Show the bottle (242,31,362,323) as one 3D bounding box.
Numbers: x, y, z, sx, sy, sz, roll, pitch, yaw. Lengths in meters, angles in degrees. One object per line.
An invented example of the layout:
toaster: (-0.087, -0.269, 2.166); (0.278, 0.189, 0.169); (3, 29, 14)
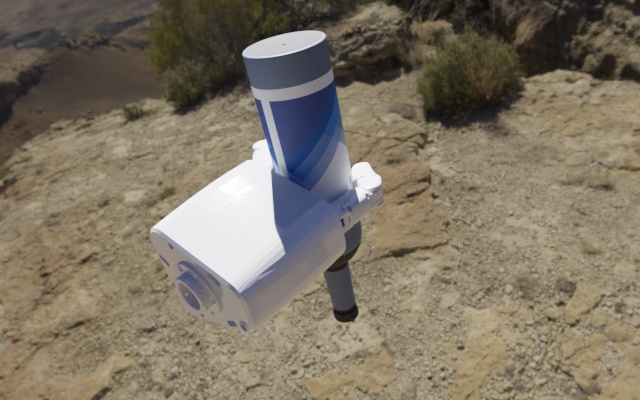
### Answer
bottle: (0.000, 0.001, 0.444); (0.069, 0.296, 0.069); (-9, 32, 6)
